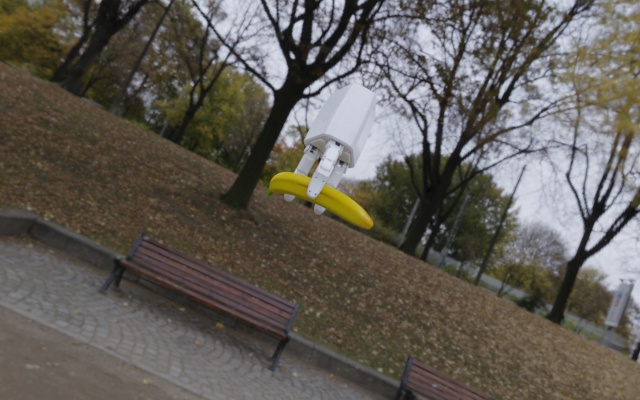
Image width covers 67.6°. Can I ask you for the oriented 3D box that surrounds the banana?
[{"bbox_3d":[-0.006,-0.007,0.776,0.198,0.037,0.070,20,-21,20],"label":"banana"}]
